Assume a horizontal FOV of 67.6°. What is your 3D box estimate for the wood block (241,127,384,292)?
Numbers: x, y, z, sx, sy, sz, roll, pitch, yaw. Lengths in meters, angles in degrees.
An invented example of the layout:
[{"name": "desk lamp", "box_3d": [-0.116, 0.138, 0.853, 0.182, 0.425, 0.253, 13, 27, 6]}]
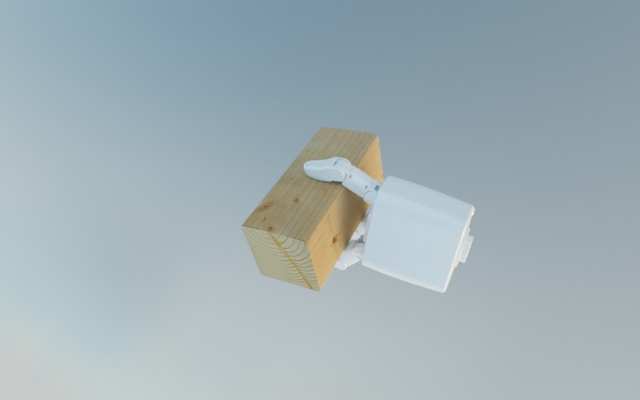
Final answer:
[{"name": "wood block", "box_3d": [0.000, 0.002, 0.620, 0.090, 0.091, 0.206, 12, 46, 27]}]
